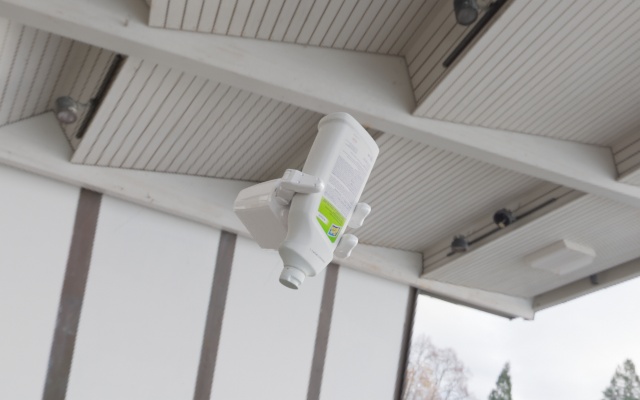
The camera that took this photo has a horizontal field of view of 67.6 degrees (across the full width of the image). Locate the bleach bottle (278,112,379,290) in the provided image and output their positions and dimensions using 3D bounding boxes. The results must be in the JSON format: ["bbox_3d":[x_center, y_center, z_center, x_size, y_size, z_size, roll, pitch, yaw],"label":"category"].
[{"bbox_3d":[0.000,0.002,0.668,0.068,0.250,0.103,-8,-42,48],"label":"bleach bottle"}]
